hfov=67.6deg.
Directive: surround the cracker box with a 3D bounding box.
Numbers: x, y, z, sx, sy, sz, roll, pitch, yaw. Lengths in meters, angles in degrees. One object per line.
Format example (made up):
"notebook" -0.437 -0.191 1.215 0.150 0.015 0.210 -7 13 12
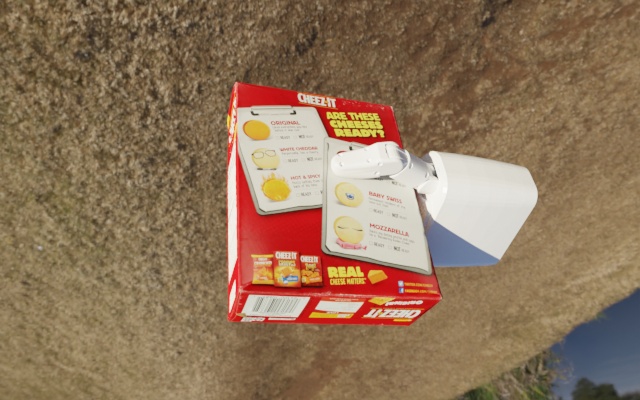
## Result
"cracker box" 0.000 0.001 0.431 0.164 0.213 0.072 5 -37 -18
